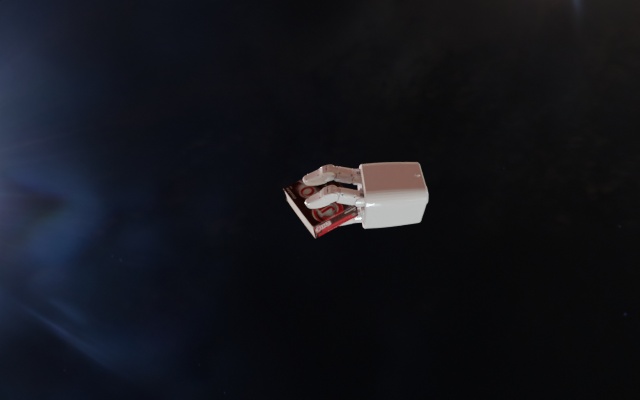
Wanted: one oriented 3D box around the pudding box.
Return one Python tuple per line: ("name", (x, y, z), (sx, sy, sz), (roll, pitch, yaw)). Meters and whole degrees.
("pudding box", (0.000, 0.003, 0.844), (0.090, 0.039, 0.113), (-27, 48, -16))
